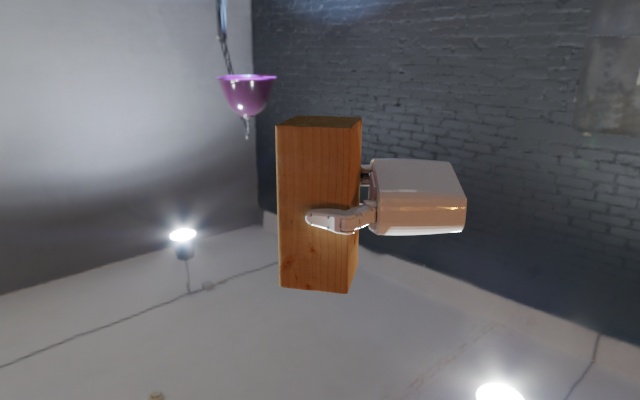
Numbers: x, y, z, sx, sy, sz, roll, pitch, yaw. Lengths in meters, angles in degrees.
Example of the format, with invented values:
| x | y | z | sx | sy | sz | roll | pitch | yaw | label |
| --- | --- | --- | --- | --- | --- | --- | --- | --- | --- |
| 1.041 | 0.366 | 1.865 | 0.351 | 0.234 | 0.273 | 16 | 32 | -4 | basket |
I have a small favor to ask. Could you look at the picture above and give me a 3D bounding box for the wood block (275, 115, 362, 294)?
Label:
| x | y | z | sx | sy | sz | roll | pitch | yaw | label |
| --- | --- | --- | --- | --- | --- | --- | --- | --- | --- |
| 0.000 | 0.002 | 0.604 | 0.090 | 0.206 | 0.090 | 4 | 18 | 13 | wood block |
